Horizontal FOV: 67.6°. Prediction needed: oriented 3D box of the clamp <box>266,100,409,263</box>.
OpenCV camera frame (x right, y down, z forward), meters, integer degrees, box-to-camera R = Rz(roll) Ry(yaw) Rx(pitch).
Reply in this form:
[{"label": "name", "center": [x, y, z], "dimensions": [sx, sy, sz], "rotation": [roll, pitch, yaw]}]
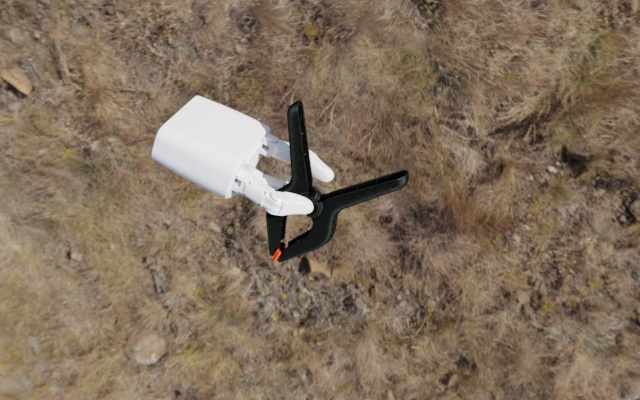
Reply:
[{"label": "clamp", "center": [-0.001, 0.003, 0.601], "dimensions": [0.164, 0.210, 0.036], "rotation": [27, 26, 3]}]
